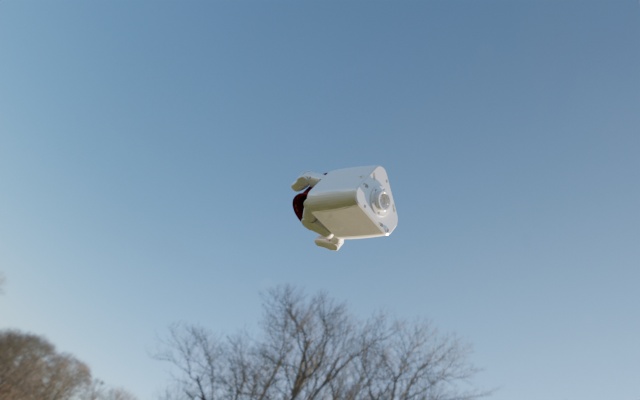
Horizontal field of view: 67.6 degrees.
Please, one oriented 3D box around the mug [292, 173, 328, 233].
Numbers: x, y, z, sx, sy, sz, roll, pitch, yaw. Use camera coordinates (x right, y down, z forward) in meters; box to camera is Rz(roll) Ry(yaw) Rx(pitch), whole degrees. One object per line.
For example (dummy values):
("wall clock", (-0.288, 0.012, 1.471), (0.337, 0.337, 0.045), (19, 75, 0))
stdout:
("mug", (-0.001, 0.003, 0.896), (0.117, 0.093, 0.081), (-6, 32, 45))
